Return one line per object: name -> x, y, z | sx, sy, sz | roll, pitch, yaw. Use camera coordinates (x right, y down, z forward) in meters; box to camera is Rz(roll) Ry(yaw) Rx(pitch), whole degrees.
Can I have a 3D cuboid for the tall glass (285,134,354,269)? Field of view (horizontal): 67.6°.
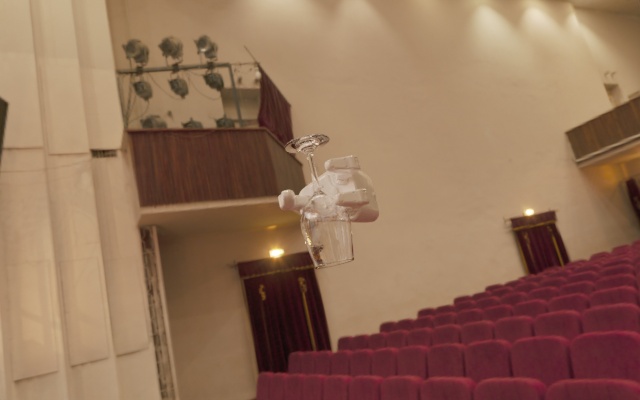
tall glass -> 0.000, 0.002, 0.749 | 0.079, 0.201, 0.079 | -12, -13, -3
